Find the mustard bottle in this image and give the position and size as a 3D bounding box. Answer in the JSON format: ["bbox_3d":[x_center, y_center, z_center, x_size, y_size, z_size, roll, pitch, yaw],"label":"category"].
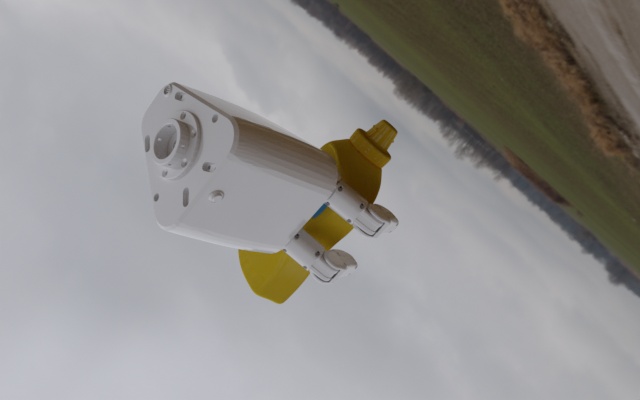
[{"bbox_3d":[0.000,0.002,0.447,0.058,0.192,0.096,31,20,-29],"label":"mustard bottle"}]
